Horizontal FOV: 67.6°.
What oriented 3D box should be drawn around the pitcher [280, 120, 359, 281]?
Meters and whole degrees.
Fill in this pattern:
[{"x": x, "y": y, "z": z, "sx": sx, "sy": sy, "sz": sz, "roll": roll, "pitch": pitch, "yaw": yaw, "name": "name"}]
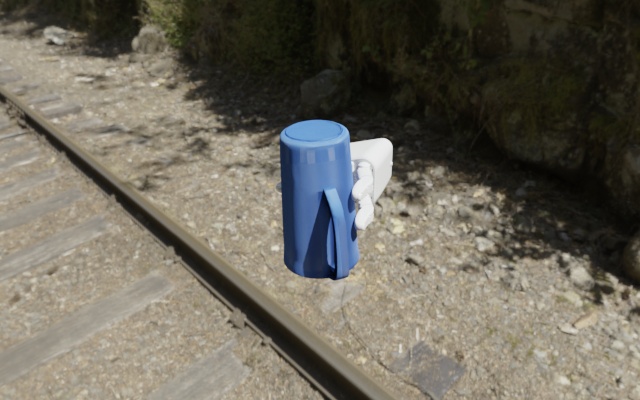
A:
[{"x": 0.000, "y": 0.002, "z": 0.779, "sx": 0.149, "sy": 0.243, "sz": 0.145, "roll": 11, "pitch": 32, "yaw": 24, "name": "pitcher"}]
